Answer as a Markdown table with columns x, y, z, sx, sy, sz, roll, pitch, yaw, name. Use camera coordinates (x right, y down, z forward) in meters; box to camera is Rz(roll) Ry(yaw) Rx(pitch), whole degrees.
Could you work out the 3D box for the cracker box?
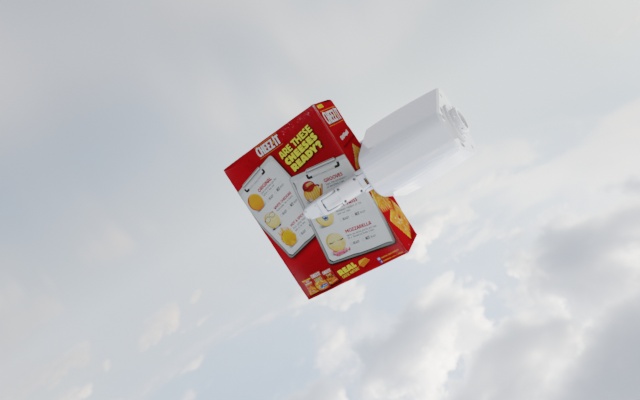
| x | y | z | sx | sy | sz | roll | pitch | yaw | name |
| --- | --- | --- | --- | --- | --- | --- | --- | --- | --- |
| 0.000 | 0.002 | 0.633 | 0.164 | 0.214 | 0.072 | -31 | 4 | 28 | cracker box |
